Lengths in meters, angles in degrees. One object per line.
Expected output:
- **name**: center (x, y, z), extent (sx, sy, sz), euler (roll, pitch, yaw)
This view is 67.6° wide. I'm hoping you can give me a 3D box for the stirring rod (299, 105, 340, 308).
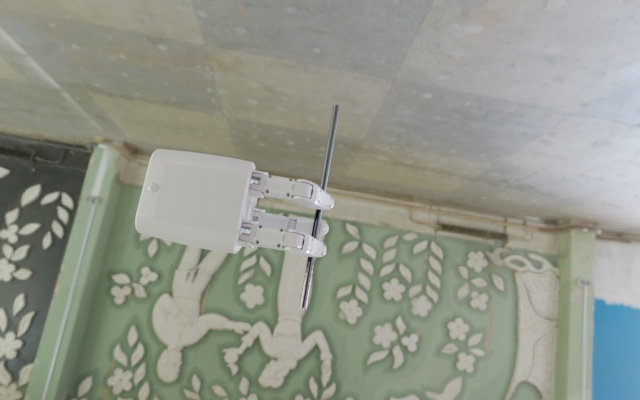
- **stirring rod**: center (0.000, 0.002, 0.548), extent (0.011, 0.239, 0.011), euler (9, -13, 2)
